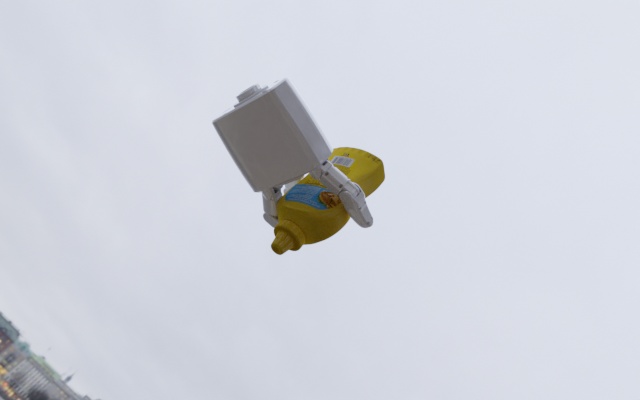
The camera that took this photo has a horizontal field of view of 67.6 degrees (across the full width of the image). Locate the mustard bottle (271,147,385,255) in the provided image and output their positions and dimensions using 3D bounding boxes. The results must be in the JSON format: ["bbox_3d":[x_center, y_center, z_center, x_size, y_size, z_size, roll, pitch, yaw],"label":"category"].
[{"bbox_3d":[0.000,0.002,0.620,0.096,0.058,0.191,16,45,32],"label":"mustard bottle"}]
